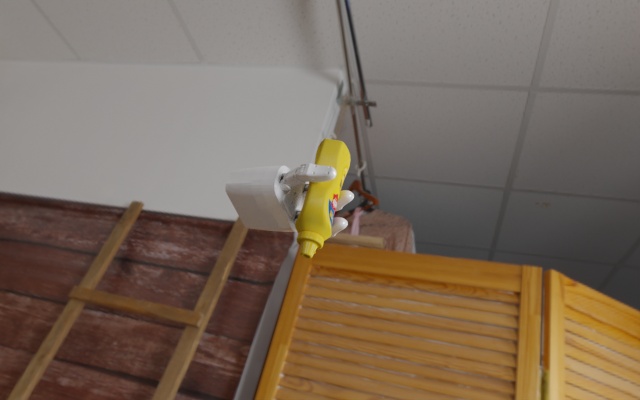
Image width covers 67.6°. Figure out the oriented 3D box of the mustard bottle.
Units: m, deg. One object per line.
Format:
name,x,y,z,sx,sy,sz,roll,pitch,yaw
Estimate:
mustard bottle,0.001,0.002,0.760,0.058,0.191,0.096,12,-29,7
